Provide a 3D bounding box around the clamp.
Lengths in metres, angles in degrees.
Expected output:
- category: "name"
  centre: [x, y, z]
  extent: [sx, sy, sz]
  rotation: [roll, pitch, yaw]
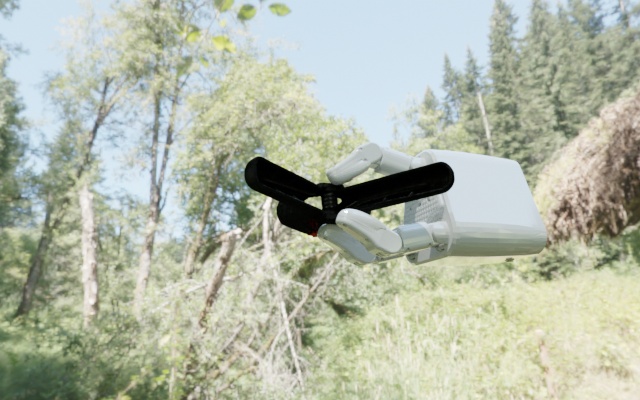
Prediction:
- category: "clamp"
  centre: [0.000, 0.001, 0.446]
  extent: [0.164, 0.036, 0.210]
  rotation: [4, -15, -17]
